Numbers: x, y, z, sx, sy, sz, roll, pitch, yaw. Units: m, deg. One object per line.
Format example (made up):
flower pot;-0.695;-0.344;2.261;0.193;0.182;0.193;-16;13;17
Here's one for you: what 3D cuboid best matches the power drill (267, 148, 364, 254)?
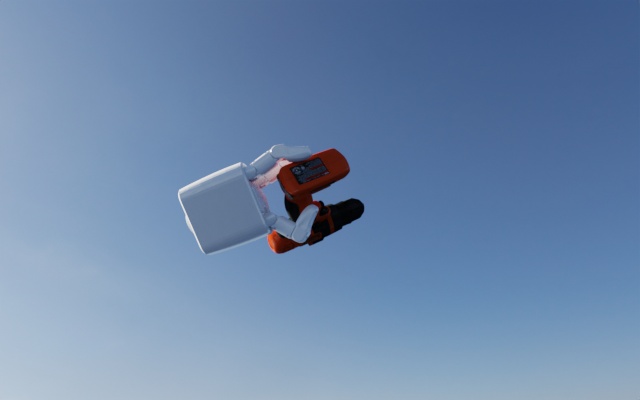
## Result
power drill;0.000;0.002;0.777;0.184;0.057;0.188;-24;-32;-19
